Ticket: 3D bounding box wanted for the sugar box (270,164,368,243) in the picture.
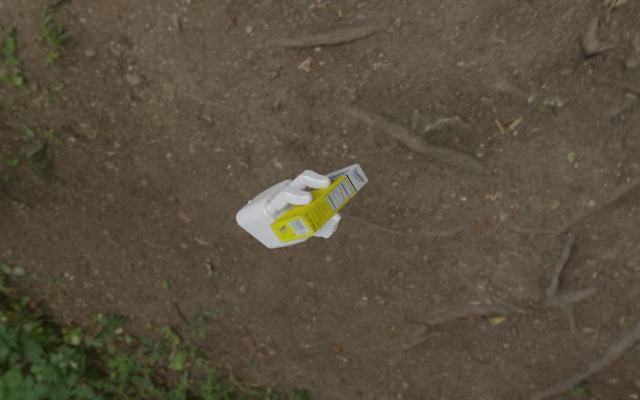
[{"bbox_3d":[0.000,0.002,0.842,0.093,0.048,0.176,-17,22,47],"label":"sugar box"}]
